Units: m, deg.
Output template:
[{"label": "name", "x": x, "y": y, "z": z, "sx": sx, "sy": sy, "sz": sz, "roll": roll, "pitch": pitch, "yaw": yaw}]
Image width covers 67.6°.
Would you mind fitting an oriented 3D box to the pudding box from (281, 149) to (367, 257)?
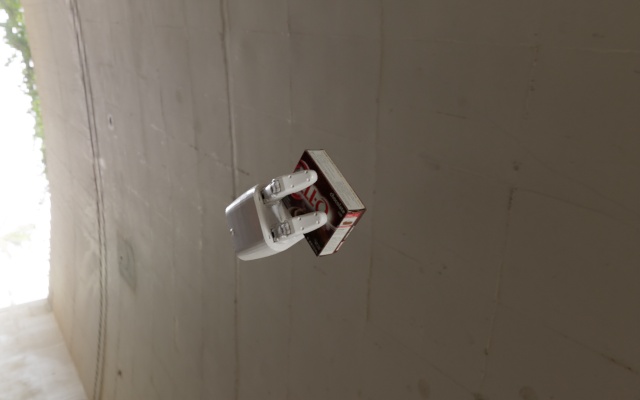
[{"label": "pudding box", "x": 0.000, "y": 0.002, "z": 0.623, "sx": 0.039, "sy": 0.113, "sz": 0.090, "roll": -9, "pitch": -38, "yaw": -40}]
